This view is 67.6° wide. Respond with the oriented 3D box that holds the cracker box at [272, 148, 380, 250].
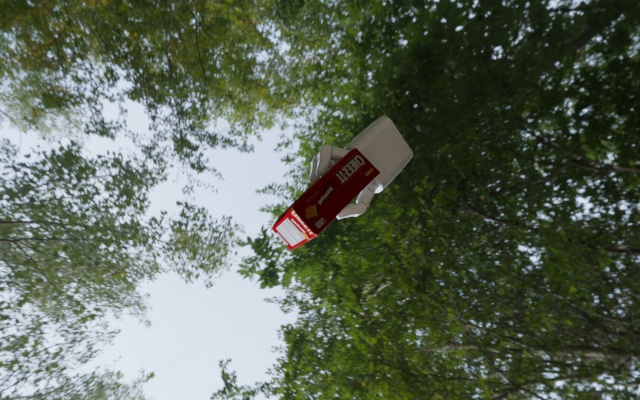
[{"bbox_3d":[0.000,0.003,0.897,0.164,0.072,0.214,-44,1,-20],"label":"cracker box"}]
